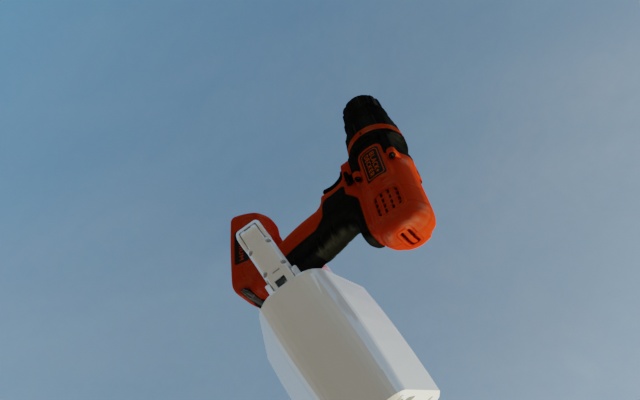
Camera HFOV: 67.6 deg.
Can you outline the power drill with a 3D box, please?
[{"bbox_3d":[0.000,0.002,0.435,0.188,0.184,0.057,-37,-53,21],"label":"power drill"}]
